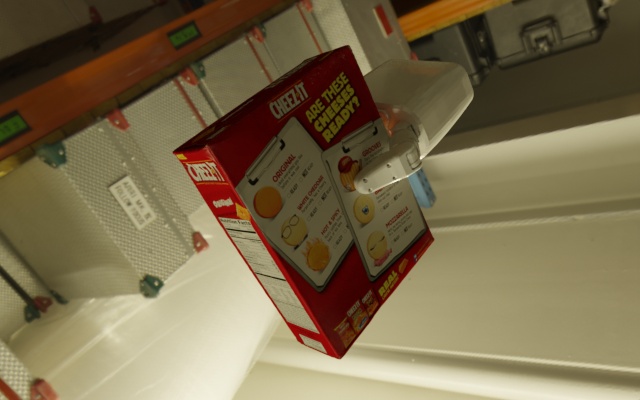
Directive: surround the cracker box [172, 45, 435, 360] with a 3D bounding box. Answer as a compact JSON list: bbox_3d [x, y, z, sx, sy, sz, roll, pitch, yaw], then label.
[{"bbox_3d":[0.000,0.002,0.423,0.072,0.214,0.164,0,36,50],"label":"cracker box"}]
